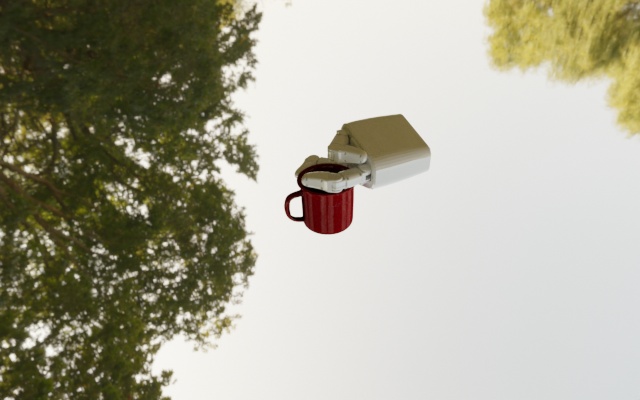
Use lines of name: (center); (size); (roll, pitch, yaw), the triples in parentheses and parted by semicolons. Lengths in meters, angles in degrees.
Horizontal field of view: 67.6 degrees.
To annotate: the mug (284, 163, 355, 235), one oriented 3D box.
mug: (-0.001, 0.003, 0.743); (0.117, 0.082, 0.093); (-15, 37, -18)
